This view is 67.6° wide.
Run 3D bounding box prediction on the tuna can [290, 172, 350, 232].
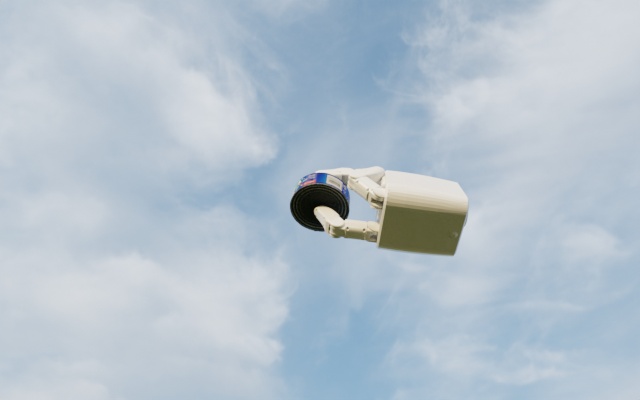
[{"bbox_3d":[0.000,0.002,0.694,0.086,0.086,0.033,0,36,7],"label":"tuna can"}]
